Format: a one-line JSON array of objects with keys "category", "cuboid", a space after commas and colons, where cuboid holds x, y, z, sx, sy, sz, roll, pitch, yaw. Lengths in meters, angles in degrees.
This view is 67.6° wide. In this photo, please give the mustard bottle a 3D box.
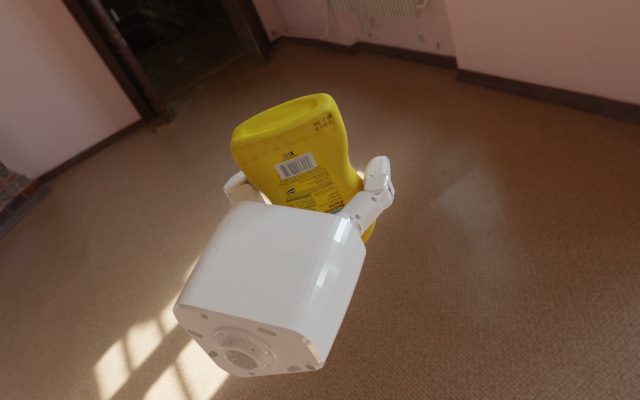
[{"category": "mustard bottle", "cuboid": [0.000, 0.001, 0.449, 0.096, 0.192, 0.058, -20, 35, 9]}]
